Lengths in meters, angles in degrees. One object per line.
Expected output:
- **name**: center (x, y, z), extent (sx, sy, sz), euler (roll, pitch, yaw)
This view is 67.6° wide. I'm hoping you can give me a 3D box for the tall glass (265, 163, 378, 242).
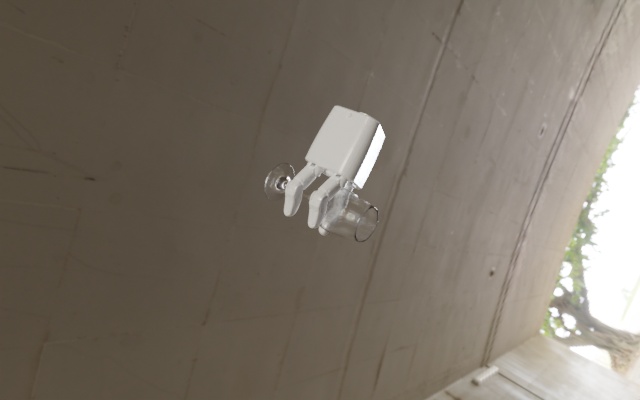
- **tall glass**: center (0.000, 0.003, 0.814), extent (0.201, 0.079, 0.079), euler (26, 15, 34)
